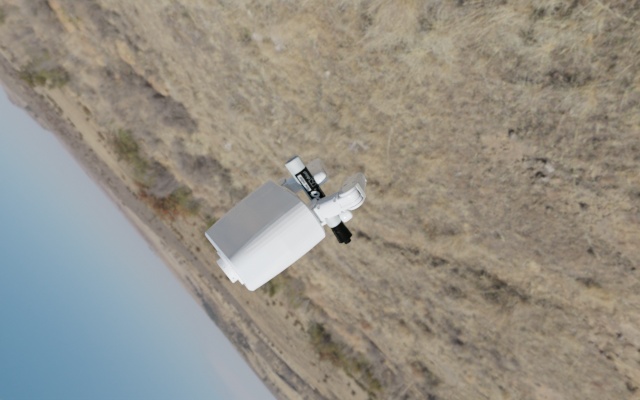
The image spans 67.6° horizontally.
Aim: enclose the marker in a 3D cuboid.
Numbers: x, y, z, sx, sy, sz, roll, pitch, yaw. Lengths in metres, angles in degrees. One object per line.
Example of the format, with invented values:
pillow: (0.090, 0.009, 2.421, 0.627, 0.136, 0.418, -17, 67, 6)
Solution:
marker: (0.000, 0.002, 0.554, 0.020, 0.121, 0.020, -32, 16, 10)
